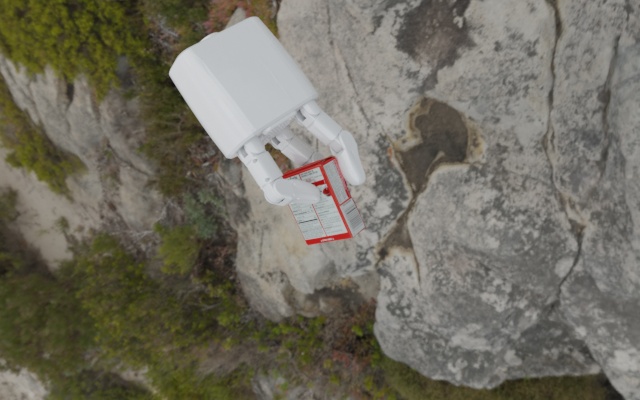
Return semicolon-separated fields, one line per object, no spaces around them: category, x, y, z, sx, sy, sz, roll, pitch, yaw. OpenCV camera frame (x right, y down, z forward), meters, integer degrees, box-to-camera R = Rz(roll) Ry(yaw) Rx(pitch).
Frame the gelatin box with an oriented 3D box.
gelatin box;0.000;0.002;0.529;0.073;0.089;0.030;-15;13;45
